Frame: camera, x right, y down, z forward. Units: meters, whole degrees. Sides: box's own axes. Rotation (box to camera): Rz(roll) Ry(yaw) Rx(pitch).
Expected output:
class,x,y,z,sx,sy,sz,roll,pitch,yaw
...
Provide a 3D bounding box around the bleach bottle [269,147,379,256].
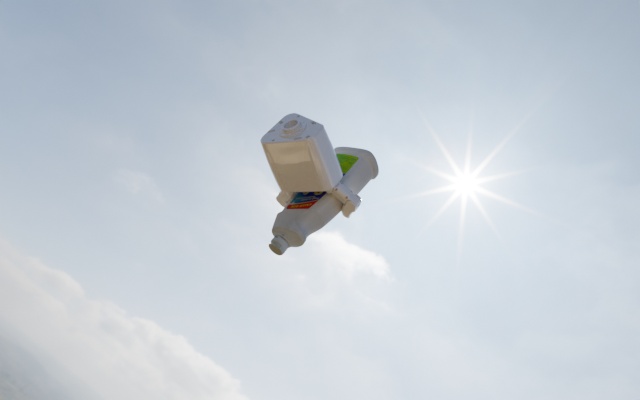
class,x,y,z,sx,sy,sz,roll,pitch,yaw
bleach bottle,0.000,0.003,0.860,0.102,0.068,0.250,13,49,37
